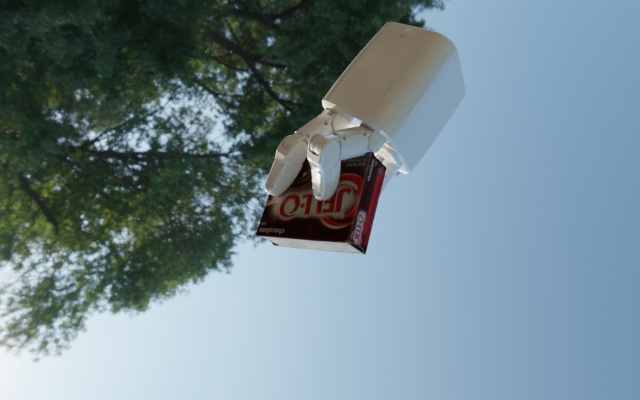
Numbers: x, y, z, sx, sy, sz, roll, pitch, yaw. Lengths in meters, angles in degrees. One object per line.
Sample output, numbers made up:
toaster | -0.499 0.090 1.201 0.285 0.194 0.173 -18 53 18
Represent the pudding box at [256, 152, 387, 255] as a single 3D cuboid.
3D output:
pudding box | 0.000 0.002 0.459 0.113 0.090 0.039 -1 -26 39
